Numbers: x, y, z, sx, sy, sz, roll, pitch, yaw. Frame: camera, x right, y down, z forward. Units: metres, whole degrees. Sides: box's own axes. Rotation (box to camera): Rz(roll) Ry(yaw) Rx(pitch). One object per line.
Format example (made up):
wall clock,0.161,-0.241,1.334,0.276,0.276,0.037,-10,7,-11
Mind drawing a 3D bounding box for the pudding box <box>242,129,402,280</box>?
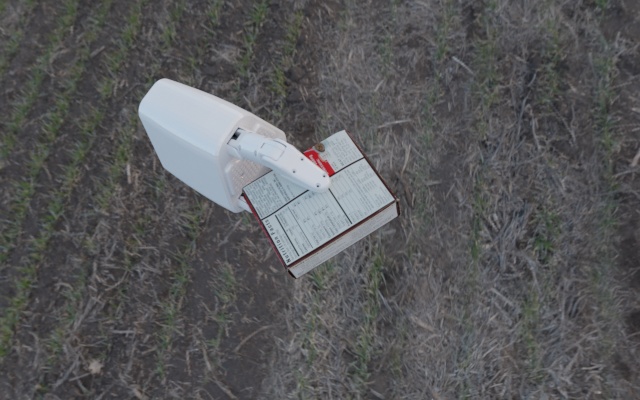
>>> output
pudding box,0.000,0.001,0.421,0.113,0.090,0.039,-32,-24,-2
